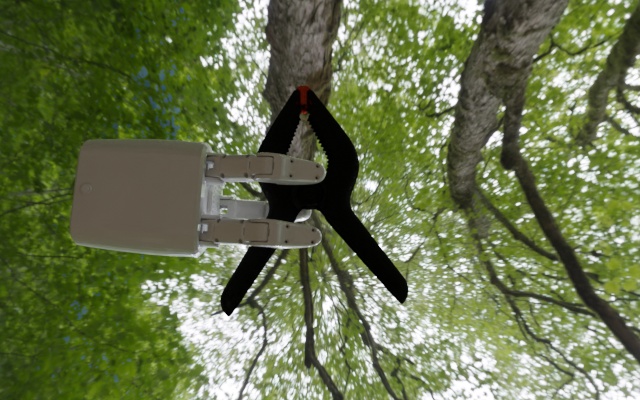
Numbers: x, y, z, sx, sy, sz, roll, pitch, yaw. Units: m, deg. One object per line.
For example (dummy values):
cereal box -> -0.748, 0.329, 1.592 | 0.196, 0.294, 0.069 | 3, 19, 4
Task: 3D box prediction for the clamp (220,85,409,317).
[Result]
clamp -> 0.000, 0.001, 0.434 | 0.164, 0.210, 0.036 | 4, -9, -5
